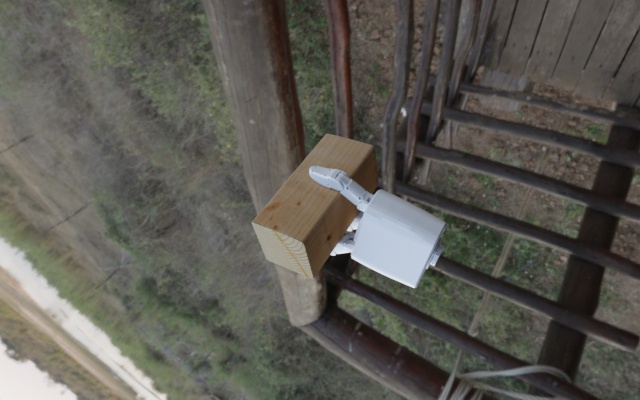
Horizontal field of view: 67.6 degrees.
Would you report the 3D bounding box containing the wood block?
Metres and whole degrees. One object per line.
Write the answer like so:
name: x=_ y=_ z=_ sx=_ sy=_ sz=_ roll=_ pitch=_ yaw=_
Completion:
wood block: x=0.000 y=0.002 z=0.728 sx=0.090 sy=0.091 sz=0.206 roll=19 pitch=54 yaw=27
